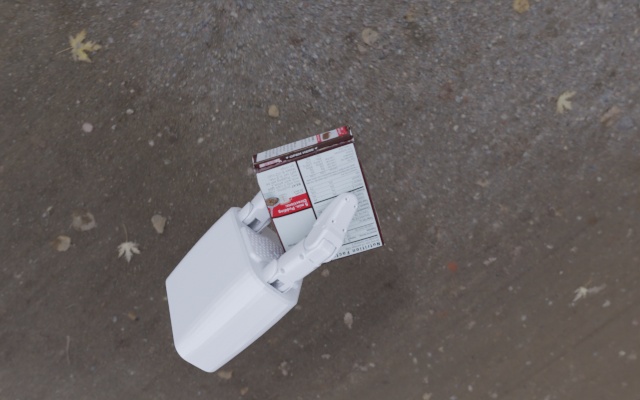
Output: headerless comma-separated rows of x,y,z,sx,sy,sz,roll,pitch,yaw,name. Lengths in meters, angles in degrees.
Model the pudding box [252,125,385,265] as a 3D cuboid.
0.000,0.001,0.422,0.090,0.113,0.039,-18,29,2,pudding box
